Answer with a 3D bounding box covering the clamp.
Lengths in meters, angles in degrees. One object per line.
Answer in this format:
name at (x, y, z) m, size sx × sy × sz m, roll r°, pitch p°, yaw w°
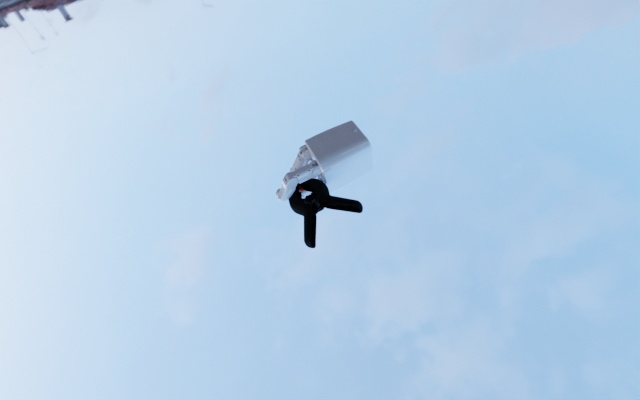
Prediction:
clamp at (0.000, 0.003, 0.880) m, size 0.120 × 0.039 × 0.171 m, roll -26°, pitch 46°, yaw -4°
